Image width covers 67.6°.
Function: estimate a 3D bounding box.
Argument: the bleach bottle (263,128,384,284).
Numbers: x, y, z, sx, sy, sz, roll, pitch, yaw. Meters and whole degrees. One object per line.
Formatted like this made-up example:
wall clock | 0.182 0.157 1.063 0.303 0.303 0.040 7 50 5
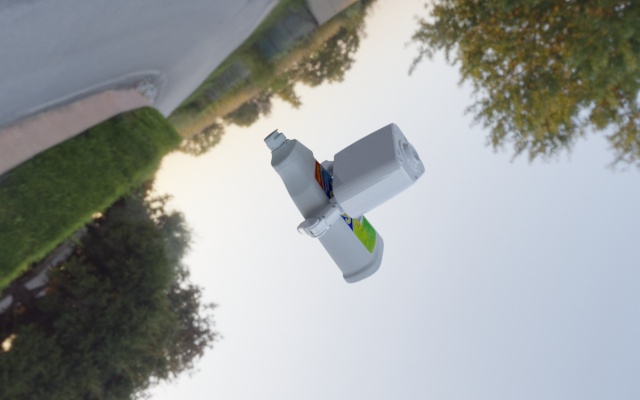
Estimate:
bleach bottle | 0.000 0.002 0.722 0.068 0.251 0.102 -30 19 27
